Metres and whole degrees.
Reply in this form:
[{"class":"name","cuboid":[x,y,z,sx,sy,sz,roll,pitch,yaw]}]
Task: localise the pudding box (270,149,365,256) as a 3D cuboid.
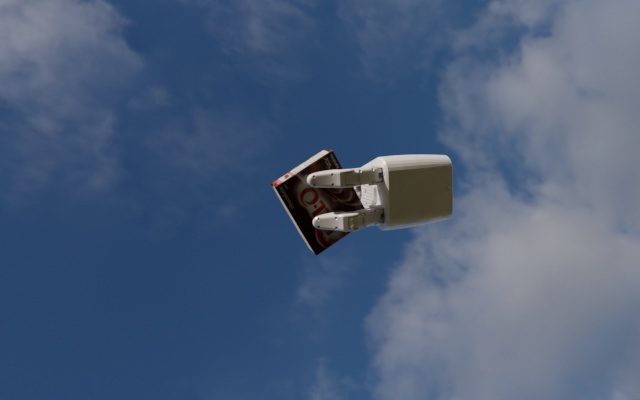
[{"class":"pudding box","cuboid":[0.000,0.002,0.634,0.090,0.113,0.039,-34,16,-11]}]
